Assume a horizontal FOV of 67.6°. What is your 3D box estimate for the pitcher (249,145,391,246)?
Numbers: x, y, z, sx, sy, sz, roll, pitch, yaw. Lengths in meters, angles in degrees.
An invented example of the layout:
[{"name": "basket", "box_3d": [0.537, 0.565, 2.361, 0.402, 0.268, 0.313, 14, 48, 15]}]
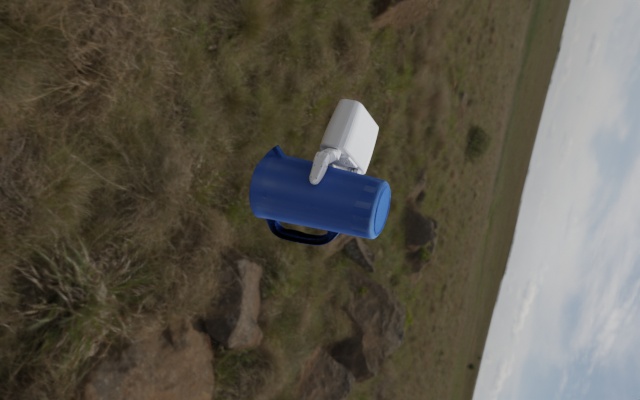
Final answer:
[{"name": "pitcher", "box_3d": [0.000, 0.003, 0.893, 0.243, 0.145, 0.149, 13, -20, 21]}]
